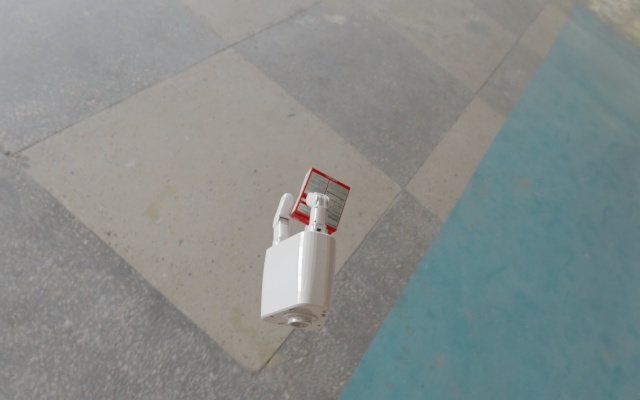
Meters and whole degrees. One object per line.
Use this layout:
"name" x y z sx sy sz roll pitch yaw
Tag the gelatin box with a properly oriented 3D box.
"gelatin box" 0.000 0.002 0.760 0.073 0.089 0.030 27 -31 -11
